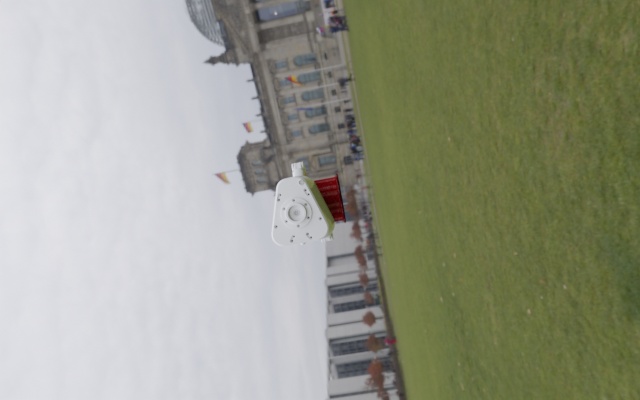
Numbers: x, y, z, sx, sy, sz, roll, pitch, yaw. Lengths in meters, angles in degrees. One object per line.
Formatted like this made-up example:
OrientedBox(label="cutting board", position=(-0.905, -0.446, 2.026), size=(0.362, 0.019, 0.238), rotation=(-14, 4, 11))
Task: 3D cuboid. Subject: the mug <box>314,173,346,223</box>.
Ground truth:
OrientedBox(label="mug", position=(0.000, 0.003, 0.897), size=(0.081, 0.093, 0.117), rotation=(-10, -1, 4))
